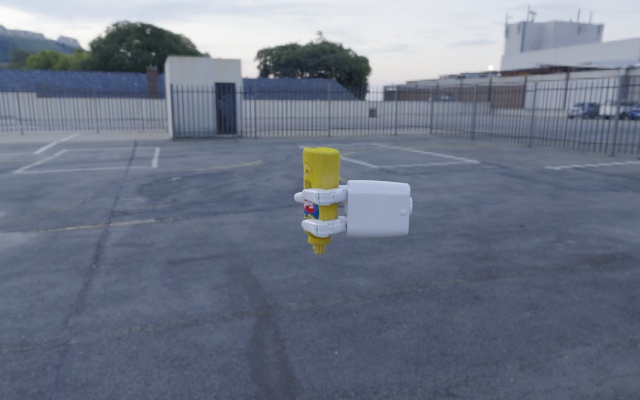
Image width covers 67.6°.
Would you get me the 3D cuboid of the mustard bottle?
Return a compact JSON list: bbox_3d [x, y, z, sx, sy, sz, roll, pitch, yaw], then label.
[{"bbox_3d":[0.000,0.003,0.860,0.058,0.192,0.096,-4,13,-22],"label":"mustard bottle"}]
